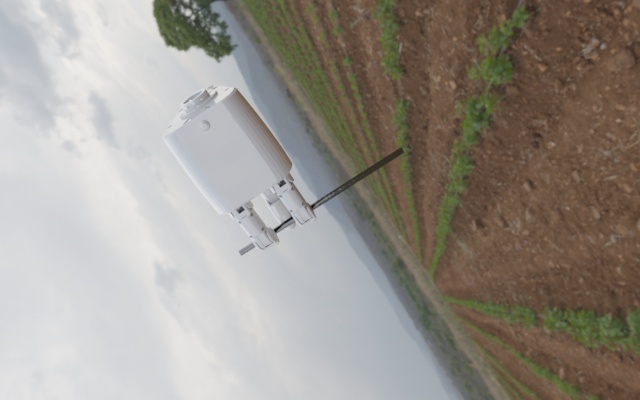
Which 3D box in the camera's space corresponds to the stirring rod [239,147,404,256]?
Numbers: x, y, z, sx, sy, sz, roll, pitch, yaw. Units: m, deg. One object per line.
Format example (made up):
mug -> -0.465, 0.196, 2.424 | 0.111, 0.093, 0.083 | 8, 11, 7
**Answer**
stirring rod -> 0.000, 0.002, 0.596 | 0.239, 0.011, 0.011 | -32, -2, 3
